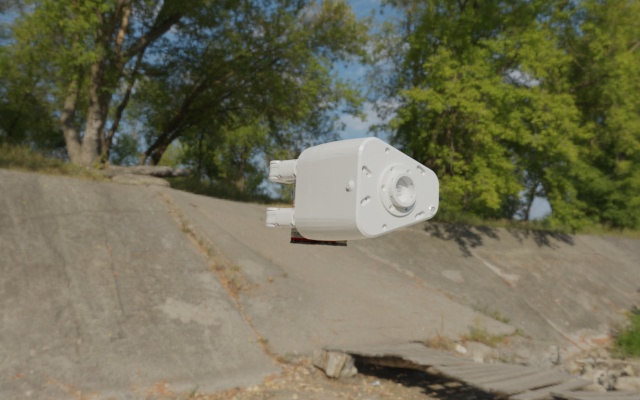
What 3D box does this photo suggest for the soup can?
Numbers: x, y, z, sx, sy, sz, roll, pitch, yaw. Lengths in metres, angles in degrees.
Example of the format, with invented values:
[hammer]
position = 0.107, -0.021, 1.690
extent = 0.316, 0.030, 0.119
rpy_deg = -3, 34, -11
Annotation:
[soup can]
position = 0.000, 0.002, 0.567
extent = 0.068, 0.102, 0.068
rpy_deg = 3, -4, 0
